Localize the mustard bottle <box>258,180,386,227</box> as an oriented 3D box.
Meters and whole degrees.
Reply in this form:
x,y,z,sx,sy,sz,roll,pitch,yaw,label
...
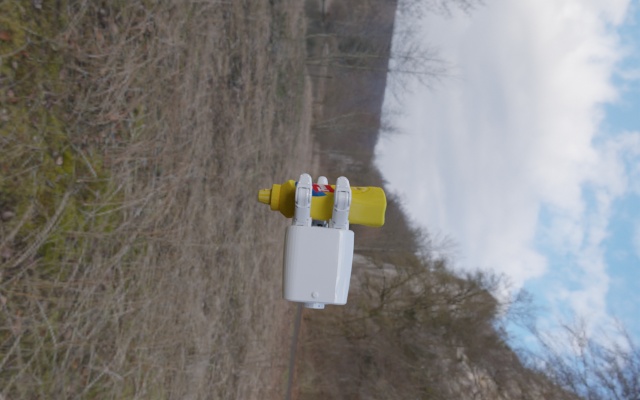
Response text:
x,y,z,sx,sy,sz,roll,pitch,yaw,label
0.000,0.002,0.736,0.191,0.058,0.096,5,16,-2,mustard bottle
